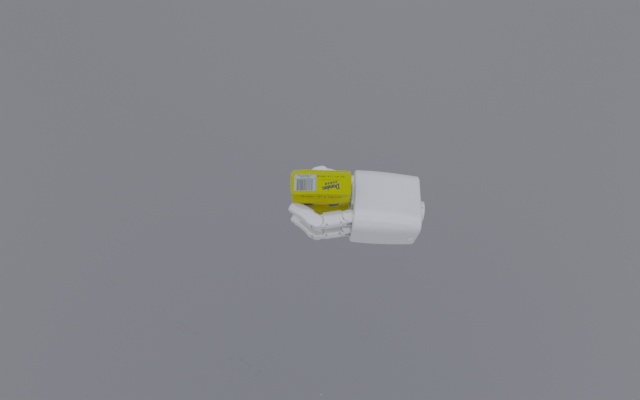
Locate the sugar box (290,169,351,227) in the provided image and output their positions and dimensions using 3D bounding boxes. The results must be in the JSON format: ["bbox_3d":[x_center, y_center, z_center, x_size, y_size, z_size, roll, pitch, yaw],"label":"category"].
[{"bbox_3d":[0.000,0.003,0.794,0.093,0.048,0.176,2,-22,1],"label":"sugar box"}]
